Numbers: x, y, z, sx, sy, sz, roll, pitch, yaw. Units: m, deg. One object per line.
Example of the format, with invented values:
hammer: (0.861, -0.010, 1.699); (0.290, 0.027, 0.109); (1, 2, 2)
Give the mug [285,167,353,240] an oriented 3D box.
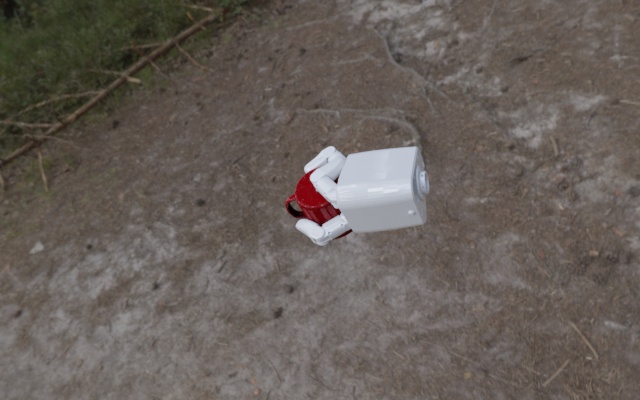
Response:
mug: (-0.001, 0.002, 0.750); (0.117, 0.093, 0.081); (-8, -38, 22)
